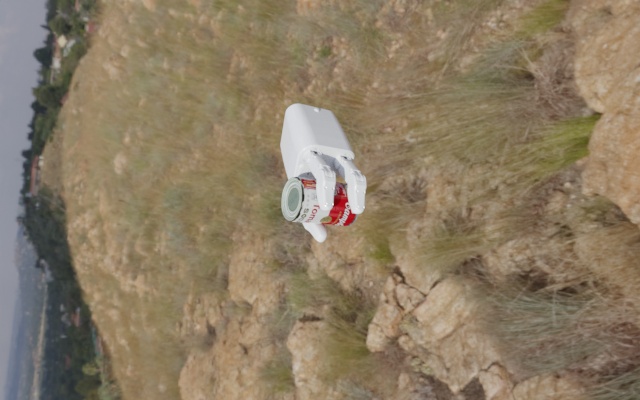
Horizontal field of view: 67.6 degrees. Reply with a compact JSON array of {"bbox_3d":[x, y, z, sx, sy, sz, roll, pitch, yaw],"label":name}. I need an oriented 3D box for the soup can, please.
[{"bbox_3d":[0.000,0.003,0.727,0.102,0.068,0.068,7,-3,-31],"label":"soup can"}]
